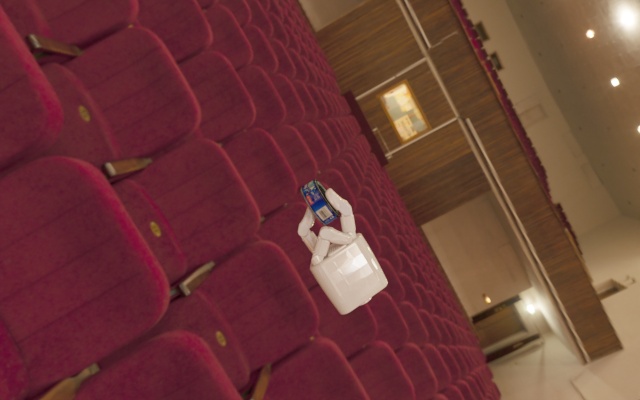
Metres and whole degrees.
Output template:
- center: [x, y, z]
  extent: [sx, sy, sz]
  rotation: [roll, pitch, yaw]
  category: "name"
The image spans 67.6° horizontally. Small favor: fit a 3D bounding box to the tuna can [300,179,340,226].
- center: [0.001, 0.003, 0.898]
  extent: [0.034, 0.086, 0.086]
  rotation: [-33, -6, 9]
  category: "tuna can"
